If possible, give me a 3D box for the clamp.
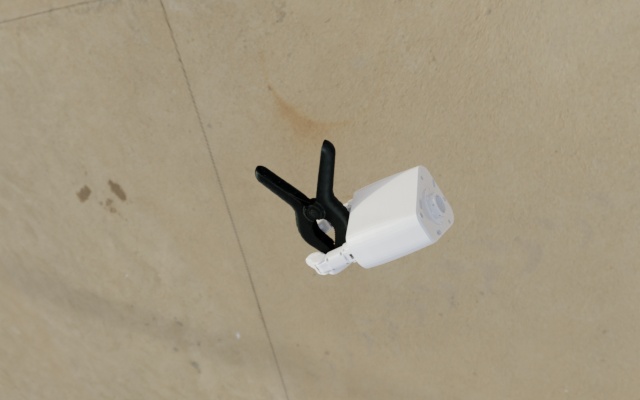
[{"bbox_3d":[0.000,0.003,0.644,0.120,0.171,0.039,-25,18,34],"label":"clamp"}]
